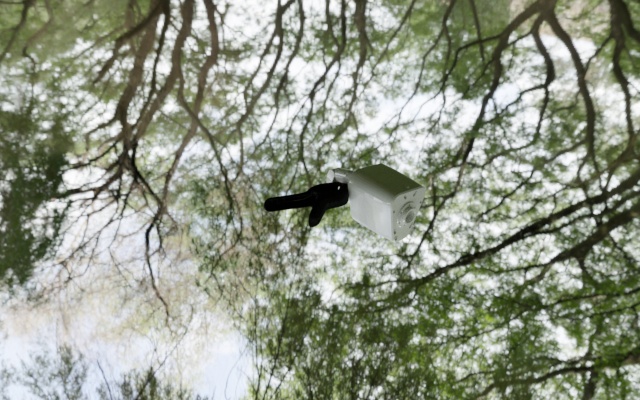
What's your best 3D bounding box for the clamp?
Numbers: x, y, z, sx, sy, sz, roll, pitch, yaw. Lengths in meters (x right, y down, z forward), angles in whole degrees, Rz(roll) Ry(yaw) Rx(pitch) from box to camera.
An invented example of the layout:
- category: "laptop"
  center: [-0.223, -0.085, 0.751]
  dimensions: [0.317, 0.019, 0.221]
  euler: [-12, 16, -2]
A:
- category: "clamp"
  center: [0.000, 0.003, 0.844]
  dimensions: [0.171, 0.039, 0.120]
  euler: [-21, 35, -35]
